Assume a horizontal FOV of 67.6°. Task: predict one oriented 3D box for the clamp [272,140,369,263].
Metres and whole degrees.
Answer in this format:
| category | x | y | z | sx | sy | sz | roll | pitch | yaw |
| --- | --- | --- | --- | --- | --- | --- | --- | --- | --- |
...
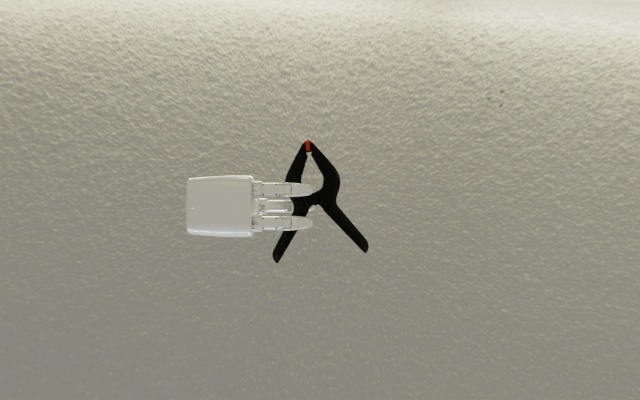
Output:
| category | x | y | z | sx | sy | sz | roll | pitch | yaw |
| --- | --- | --- | --- | --- | --- | --- | --- | --- | --- |
| clamp | 0.000 | 0.002 | 0.818 | 0.164 | 0.210 | 0.036 | 0 | -1 | 1 |
